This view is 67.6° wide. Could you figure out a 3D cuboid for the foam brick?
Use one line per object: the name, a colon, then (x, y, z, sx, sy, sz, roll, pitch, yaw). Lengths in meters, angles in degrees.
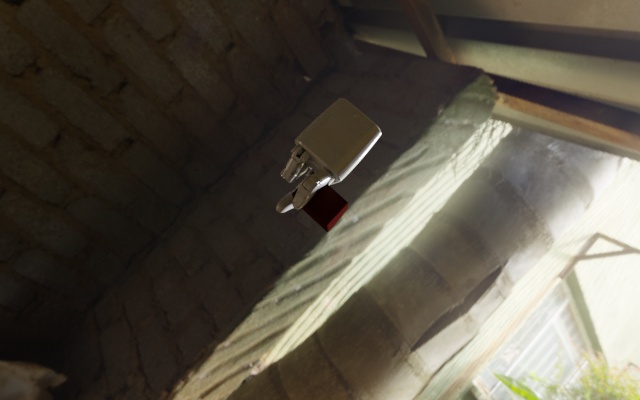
foam brick: (0.000, 0.003, 0.764, 0.078, 0.051, 0.053, 42, -10, 10)
